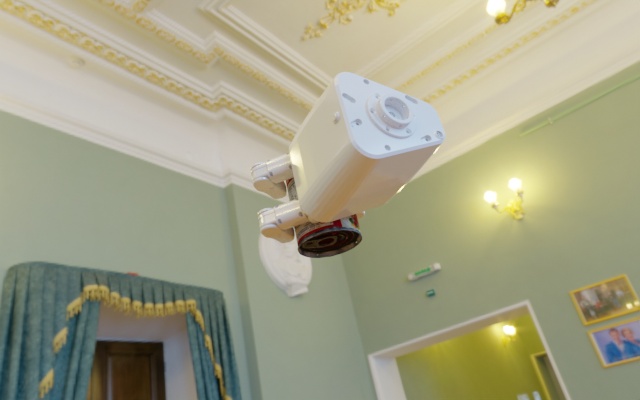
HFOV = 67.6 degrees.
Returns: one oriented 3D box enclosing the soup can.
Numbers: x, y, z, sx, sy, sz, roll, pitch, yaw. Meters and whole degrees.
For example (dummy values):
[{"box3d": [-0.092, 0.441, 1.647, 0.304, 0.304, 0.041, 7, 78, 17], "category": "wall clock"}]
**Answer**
[{"box3d": [0.000, 0.002, 0.514, 0.068, 0.102, 0.068, -10, -27, -5], "category": "soup can"}]
